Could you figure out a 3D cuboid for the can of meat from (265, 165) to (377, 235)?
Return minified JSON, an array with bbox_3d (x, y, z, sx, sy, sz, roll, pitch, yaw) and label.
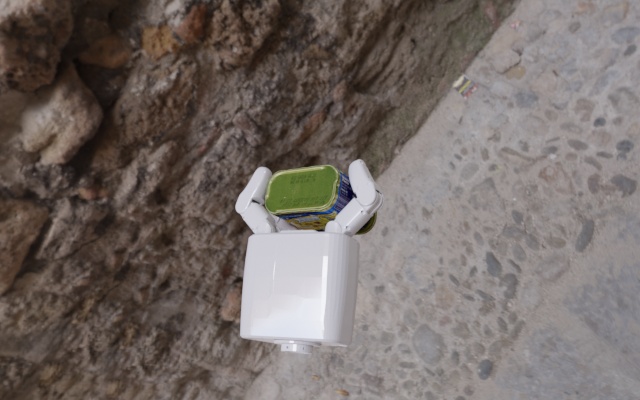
[{"bbox_3d":[0.000,0.002,0.540,0.102,0.057,0.084,-6,-22,34],"label":"can of meat"}]
